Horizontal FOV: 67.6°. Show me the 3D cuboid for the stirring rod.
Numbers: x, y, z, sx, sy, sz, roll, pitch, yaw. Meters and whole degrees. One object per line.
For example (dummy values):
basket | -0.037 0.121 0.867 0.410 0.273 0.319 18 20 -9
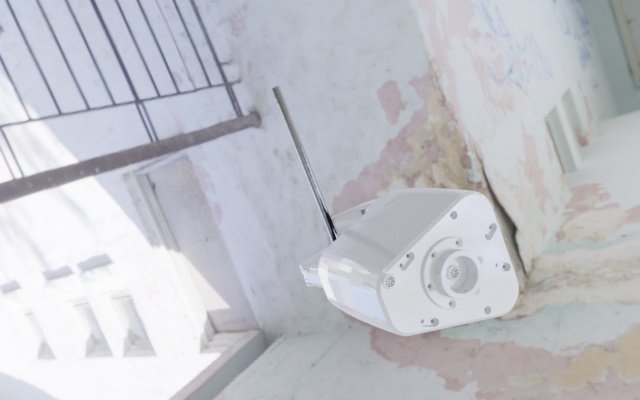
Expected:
stirring rod | 0.000 0.001 0.477 0.011 0.239 0.011 -21 7 3
